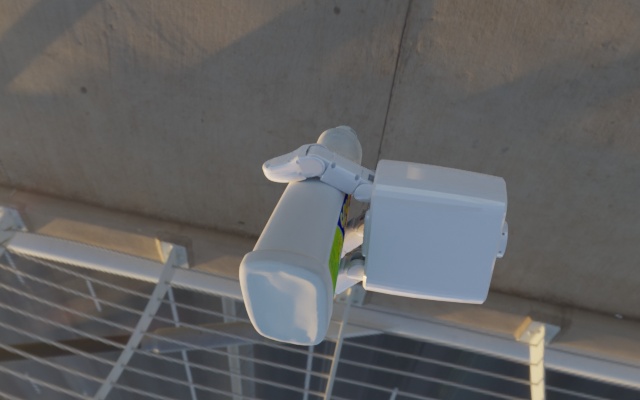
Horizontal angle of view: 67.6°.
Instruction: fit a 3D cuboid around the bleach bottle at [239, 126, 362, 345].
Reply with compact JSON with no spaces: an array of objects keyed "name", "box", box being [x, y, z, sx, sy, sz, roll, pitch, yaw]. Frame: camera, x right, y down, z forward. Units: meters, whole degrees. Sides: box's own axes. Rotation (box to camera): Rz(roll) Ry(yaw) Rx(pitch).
[{"name":"bleach bottle","box":[0.000,0.002,0.448,0.068,0.103,0.250,7,42,10]}]
